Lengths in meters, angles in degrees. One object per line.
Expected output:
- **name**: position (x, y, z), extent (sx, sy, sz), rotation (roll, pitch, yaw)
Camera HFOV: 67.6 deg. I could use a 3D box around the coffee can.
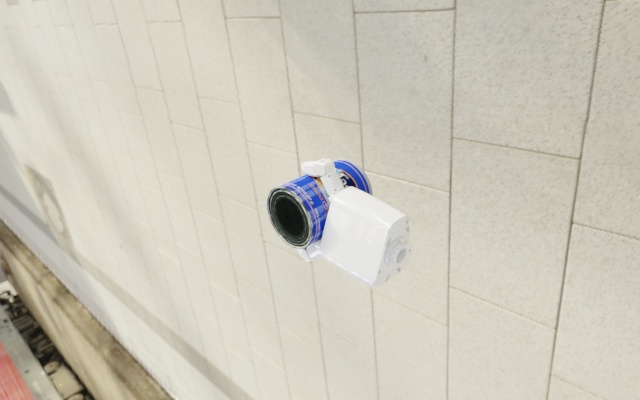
- **coffee can**: position (0.000, 0.002, 0.765), extent (0.140, 0.103, 0.103), rotation (-27, 17, -38)
